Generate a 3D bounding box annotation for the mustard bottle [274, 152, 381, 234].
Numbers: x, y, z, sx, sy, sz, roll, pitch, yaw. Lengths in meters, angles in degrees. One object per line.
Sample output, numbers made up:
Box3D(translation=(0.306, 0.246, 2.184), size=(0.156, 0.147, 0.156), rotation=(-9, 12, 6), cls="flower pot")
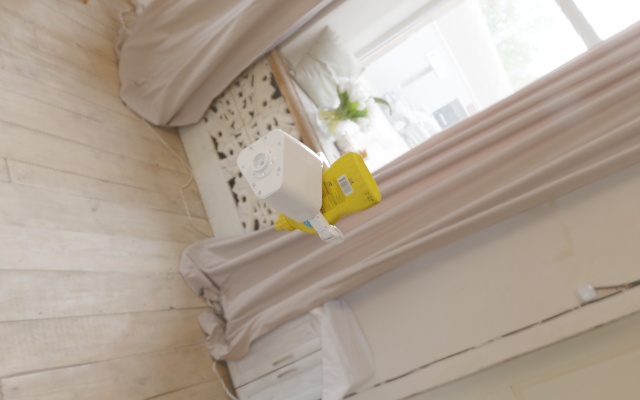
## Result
Box3D(translation=(0.000, 0.003, 0.812), size=(0.192, 0.096, 0.058), rotation=(-29, -9, 20), cls="mustard bottle")
